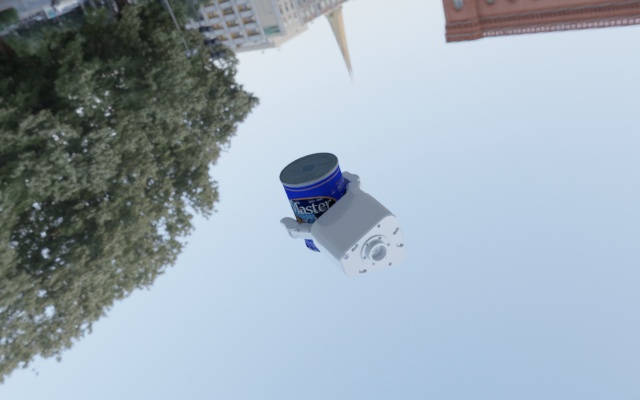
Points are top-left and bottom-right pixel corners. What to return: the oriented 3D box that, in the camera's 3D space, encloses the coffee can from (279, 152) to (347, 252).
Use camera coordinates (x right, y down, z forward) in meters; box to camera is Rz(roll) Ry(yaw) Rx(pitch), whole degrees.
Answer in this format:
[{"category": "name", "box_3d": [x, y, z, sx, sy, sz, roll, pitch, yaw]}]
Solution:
[{"category": "coffee can", "box_3d": [0.000, 0.003, 0.820, 0.103, 0.140, 0.102, -15, 29, 9]}]
